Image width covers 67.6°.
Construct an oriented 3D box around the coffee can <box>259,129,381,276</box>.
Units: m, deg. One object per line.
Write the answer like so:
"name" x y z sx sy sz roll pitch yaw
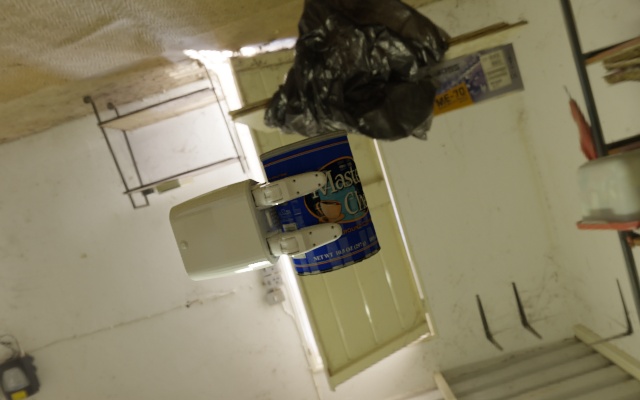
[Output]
"coffee can" 0.000 0.002 0.543 0.103 0.140 0.103 -17 4 1
